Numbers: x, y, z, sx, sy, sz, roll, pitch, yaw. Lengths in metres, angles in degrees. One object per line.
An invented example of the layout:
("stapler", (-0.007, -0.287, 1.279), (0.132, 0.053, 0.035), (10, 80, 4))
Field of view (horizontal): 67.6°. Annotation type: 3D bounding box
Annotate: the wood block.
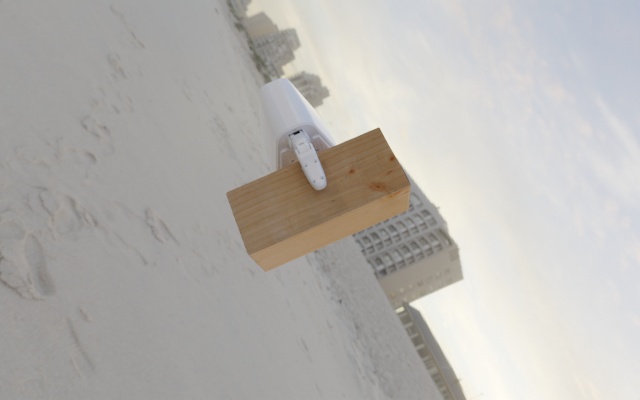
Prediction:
("wood block", (0.000, 0.001, 0.606), (0.206, 0.090, 0.091), (-24, -24, -1))
